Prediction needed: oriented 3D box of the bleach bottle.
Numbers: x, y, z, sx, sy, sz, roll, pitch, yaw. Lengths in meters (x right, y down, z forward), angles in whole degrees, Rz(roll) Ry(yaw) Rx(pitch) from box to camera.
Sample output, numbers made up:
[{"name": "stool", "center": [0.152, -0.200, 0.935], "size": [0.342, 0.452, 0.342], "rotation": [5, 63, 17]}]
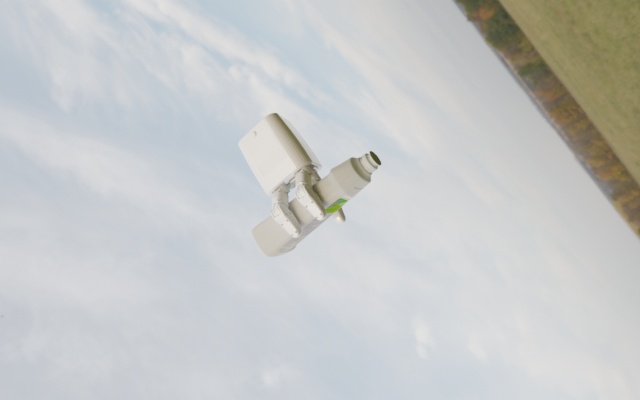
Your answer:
[{"name": "bleach bottle", "center": [0.000, 0.003, 0.799], "size": [0.251, 0.068, 0.102], "rotation": [-38, -11, 26]}]
